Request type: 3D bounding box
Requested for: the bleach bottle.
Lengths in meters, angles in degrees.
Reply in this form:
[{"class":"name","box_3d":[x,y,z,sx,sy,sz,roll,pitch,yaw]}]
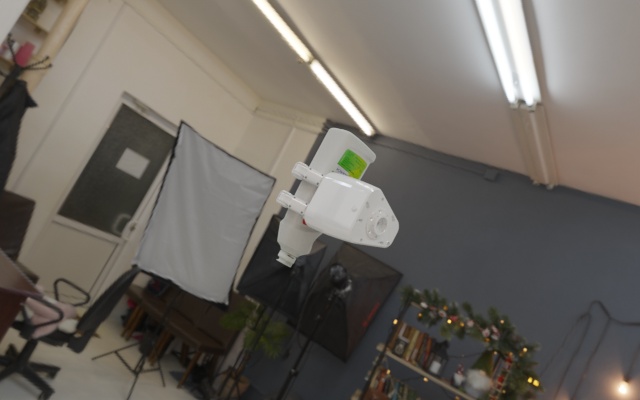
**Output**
[{"class":"bleach bottle","box_3d":[0.000,0.003,0.844,0.068,0.251,0.103,21,-10,46]}]
